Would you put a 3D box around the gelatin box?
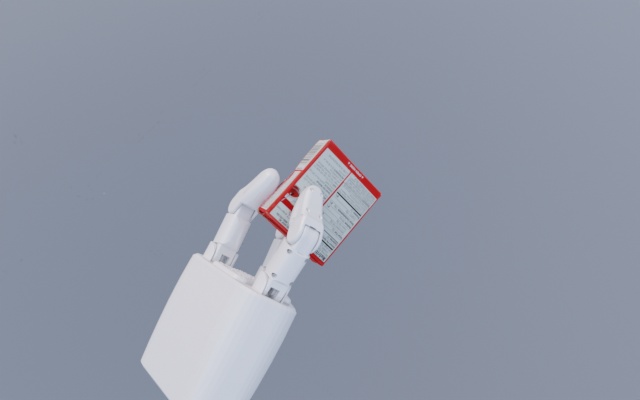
[{"bbox_3d":[0.000,0.001,0.429,0.073,0.089,0.030,44,-10,-20],"label":"gelatin box"}]
